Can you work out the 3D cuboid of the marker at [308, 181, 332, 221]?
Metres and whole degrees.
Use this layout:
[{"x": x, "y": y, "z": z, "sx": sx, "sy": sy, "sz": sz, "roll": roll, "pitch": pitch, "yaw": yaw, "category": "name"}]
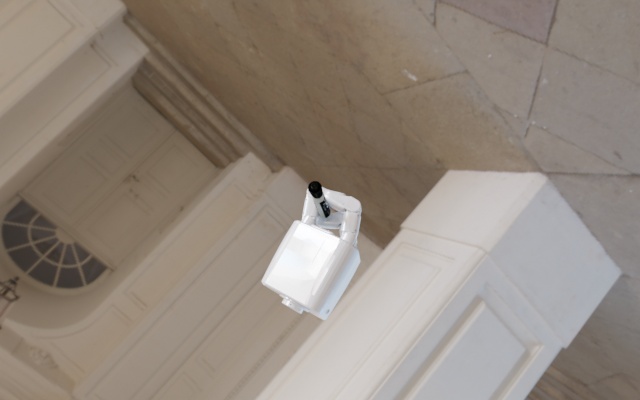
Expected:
[{"x": 0.000, "y": 0.002, "z": 0.683, "sx": 0.020, "sy": 0.020, "sz": 0.121, "roll": 0, "pitch": -21, "yaw": 8, "category": "marker"}]
